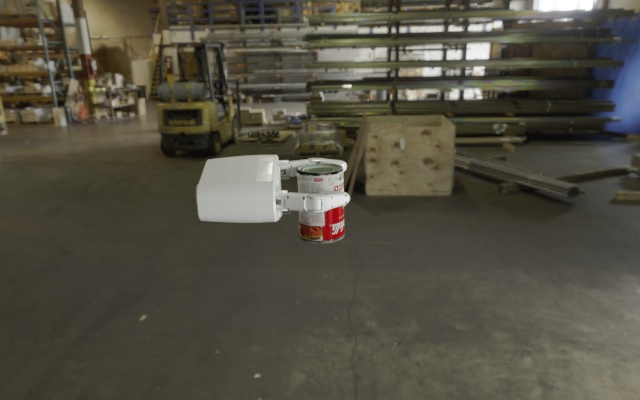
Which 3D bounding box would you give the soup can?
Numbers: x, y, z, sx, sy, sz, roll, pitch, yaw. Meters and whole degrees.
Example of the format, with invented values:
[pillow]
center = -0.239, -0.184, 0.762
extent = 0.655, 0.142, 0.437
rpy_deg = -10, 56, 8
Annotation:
[soup can]
center = 0.001, 0.002, 0.687
extent = 0.068, 0.102, 0.068
rpy_deg = -1, 16, 0
